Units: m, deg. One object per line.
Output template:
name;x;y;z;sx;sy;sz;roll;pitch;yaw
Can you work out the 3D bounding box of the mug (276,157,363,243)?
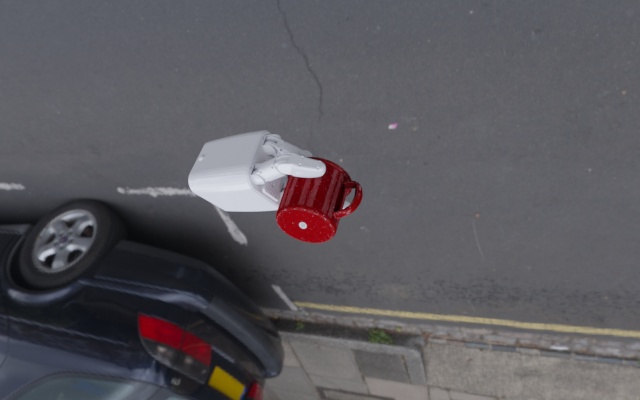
mug;0.001;0.002;0.629;0.117;0.081;0.093;-4;-40;27
